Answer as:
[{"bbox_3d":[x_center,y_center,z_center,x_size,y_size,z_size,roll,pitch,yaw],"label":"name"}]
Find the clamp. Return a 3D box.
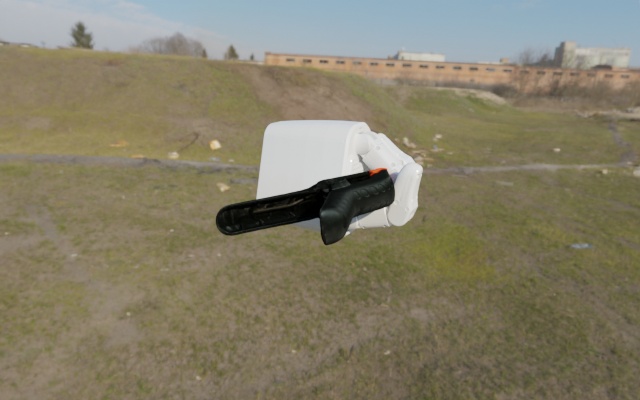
[{"bbox_3d":[0.000,0.001,0.404,0.120,0.039,0.171,5,14,30],"label":"clamp"}]
